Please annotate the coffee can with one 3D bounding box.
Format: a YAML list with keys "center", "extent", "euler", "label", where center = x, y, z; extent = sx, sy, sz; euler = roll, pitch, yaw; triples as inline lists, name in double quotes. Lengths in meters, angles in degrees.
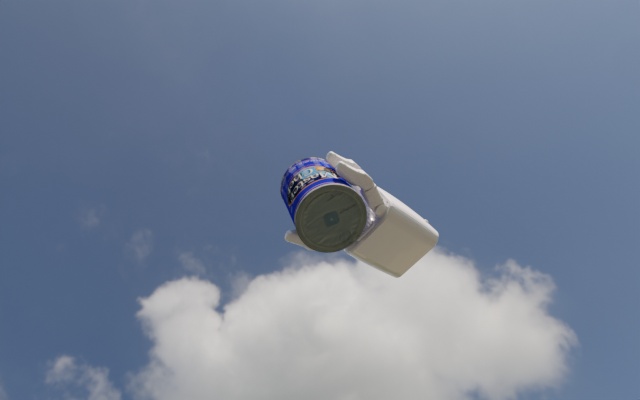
- center: [0.000, 0.002, 0.721]
  extent: [0.103, 0.103, 0.140]
  euler: [0, 21, -14]
  label: "coffee can"
